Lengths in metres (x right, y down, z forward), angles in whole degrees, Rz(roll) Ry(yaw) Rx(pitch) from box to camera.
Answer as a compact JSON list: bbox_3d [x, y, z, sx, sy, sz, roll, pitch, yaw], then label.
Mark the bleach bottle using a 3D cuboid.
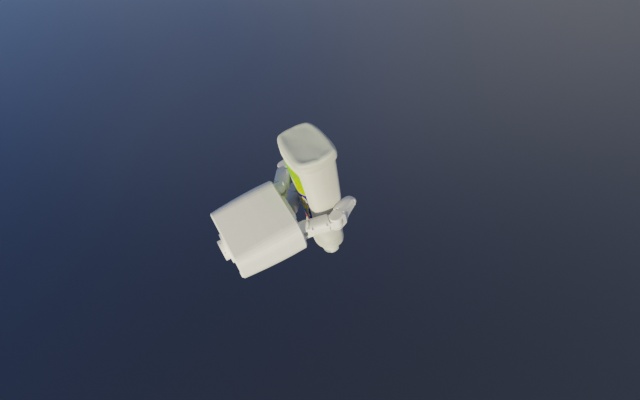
[{"bbox_3d":[0.000,0.002,0.763,0.068,0.251,0.102,-26,46,-11],"label":"bleach bottle"}]
